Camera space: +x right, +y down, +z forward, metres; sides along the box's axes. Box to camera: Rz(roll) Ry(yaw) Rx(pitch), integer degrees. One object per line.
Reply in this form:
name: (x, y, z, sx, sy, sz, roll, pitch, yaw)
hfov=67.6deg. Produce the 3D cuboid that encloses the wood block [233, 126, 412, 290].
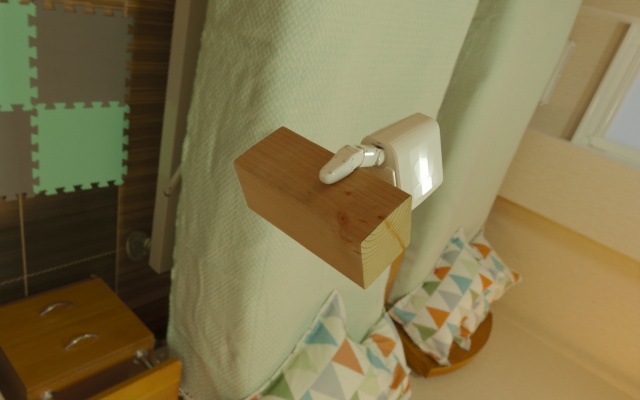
wood block: (0.000, 0.002, 0.583, 0.206, 0.091, 0.090, 31, 58, 32)
